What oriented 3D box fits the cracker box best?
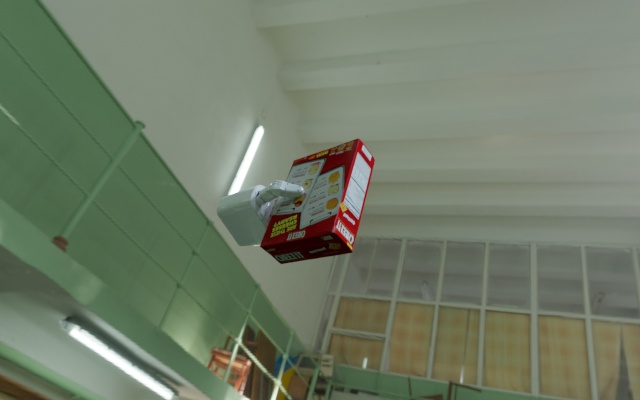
[{"bbox_3d":[0.000,0.003,0.869,0.164,0.213,0.072,-14,-46,36],"label":"cracker box"}]
